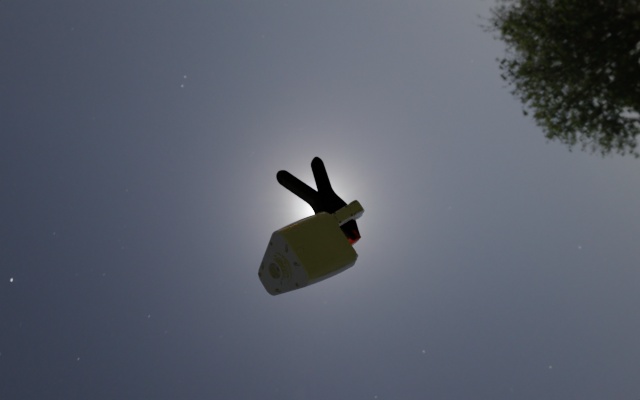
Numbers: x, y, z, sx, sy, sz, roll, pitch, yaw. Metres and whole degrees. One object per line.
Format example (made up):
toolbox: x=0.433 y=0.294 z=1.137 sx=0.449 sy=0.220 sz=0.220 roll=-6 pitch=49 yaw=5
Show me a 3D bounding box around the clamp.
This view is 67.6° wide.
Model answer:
clamp: x=0.000 y=0.003 z=0.799 sx=0.120 sy=0.171 sz=0.039 roll=-18 pitch=-22 yaw=-45
